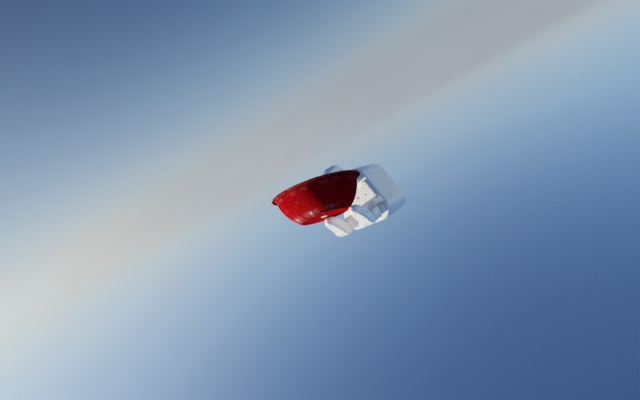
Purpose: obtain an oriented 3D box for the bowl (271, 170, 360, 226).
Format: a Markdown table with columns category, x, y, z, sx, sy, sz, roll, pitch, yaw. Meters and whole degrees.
| category | x | y | z | sx | sy | sz | roll | pitch | yaw |
| --- | --- | --- | --- | --- | --- | --- | --- | --- | --- |
| bowl | -0.001 | 0.003 | 0.825 | 0.162 | 0.055 | 0.162 | -18 | -11 | -3 |
